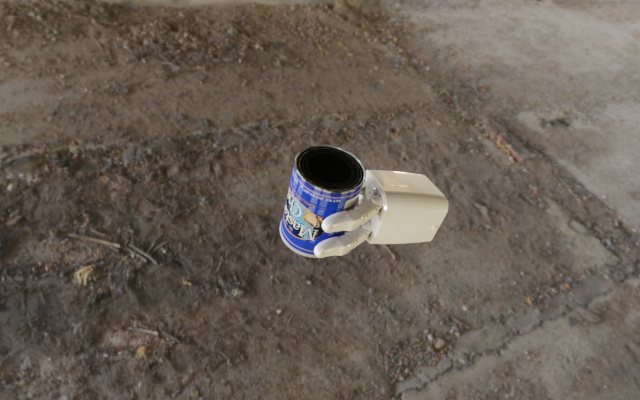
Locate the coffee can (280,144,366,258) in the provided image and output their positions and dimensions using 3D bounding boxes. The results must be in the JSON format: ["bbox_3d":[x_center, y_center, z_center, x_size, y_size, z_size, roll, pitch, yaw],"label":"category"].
[{"bbox_3d":[0.000,0.002,0.713,0.103,0.140,0.102,9,43,-8],"label":"coffee can"}]
